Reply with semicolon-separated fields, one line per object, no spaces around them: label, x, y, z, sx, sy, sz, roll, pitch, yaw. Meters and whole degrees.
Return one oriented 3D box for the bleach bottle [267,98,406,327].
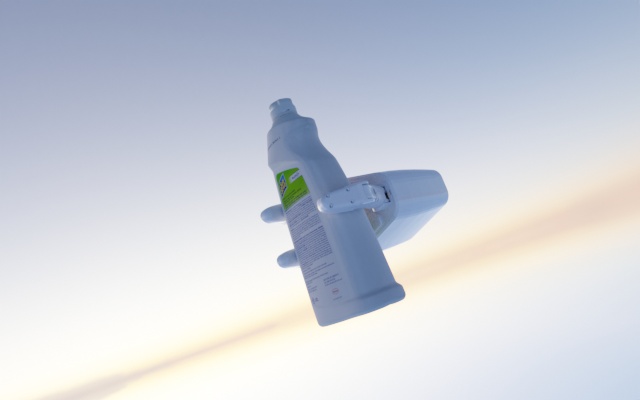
bleach bottle;0.000;0.002;0.515;0.068;0.250;0.102;-9;-16;-40
